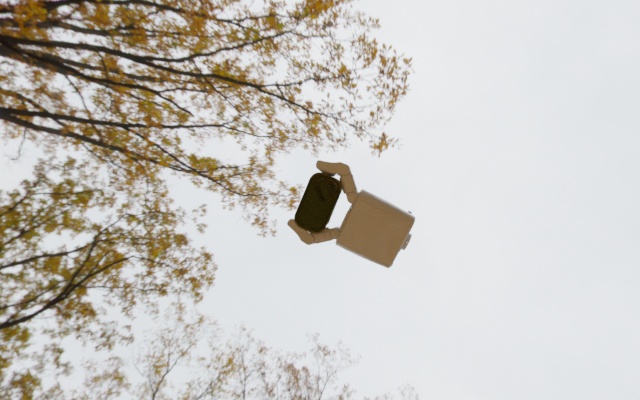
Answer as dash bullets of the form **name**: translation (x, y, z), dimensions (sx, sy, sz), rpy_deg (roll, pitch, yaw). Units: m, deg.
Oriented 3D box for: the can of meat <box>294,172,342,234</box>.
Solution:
- **can of meat**: translation (0.000, 0.003, 0.845), dimensions (0.057, 0.102, 0.084), rpy_deg (23, 5, 6)
